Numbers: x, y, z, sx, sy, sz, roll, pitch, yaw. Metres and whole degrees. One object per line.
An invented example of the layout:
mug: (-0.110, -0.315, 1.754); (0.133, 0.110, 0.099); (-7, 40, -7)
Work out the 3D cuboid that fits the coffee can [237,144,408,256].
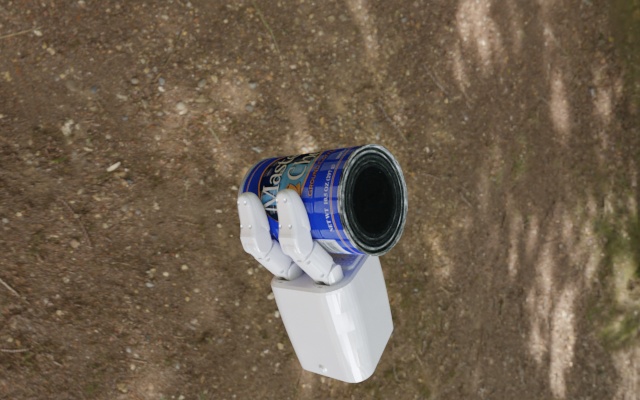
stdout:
coffee can: (0.000, 0.001, 0.479); (0.140, 0.103, 0.103); (-2, -2, 43)
